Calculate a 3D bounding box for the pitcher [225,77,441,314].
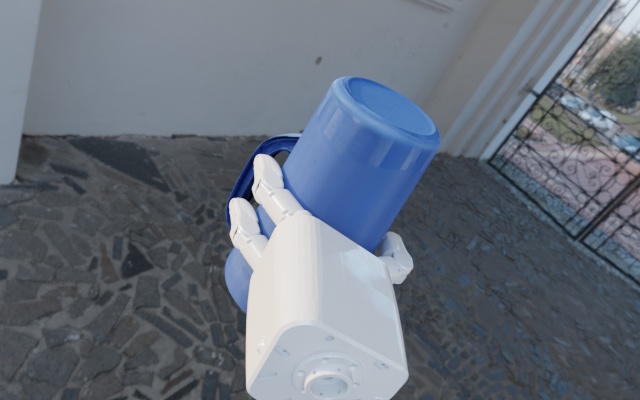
[{"bbox_3d":[0.000,0.002,0.471,0.149,0.243,0.145,20,32,-18],"label":"pitcher"}]
